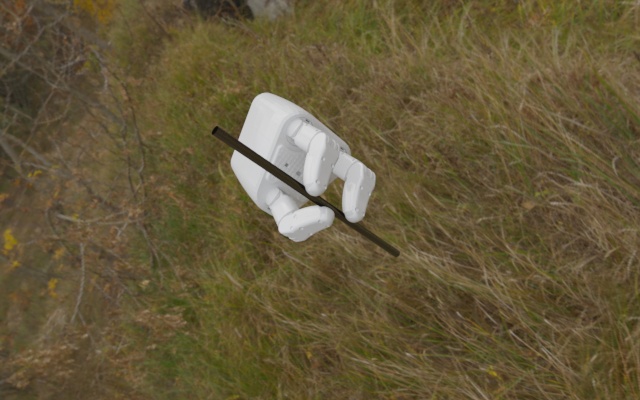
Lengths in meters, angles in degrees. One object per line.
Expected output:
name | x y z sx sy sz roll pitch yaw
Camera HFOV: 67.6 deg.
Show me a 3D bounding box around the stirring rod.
stirring rod | 0.000 0.001 0.435 0.240 0.011 0.011 34 -22 -36
